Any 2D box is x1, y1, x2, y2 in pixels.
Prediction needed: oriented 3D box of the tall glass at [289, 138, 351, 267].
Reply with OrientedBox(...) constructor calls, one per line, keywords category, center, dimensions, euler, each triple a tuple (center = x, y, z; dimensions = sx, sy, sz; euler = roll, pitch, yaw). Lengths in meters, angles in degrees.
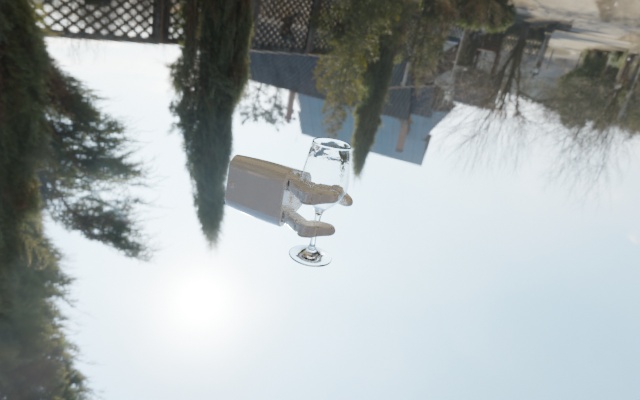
OrientedBox(category="tall glass", center=(0.000, 0.003, 0.775), dimensions=(0.079, 0.201, 0.079), euler=(10, 20, -4))
